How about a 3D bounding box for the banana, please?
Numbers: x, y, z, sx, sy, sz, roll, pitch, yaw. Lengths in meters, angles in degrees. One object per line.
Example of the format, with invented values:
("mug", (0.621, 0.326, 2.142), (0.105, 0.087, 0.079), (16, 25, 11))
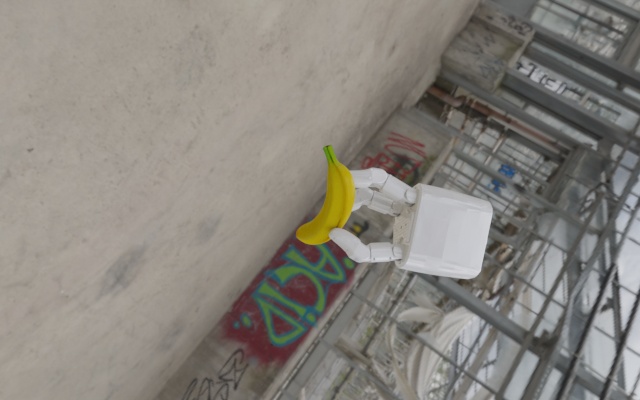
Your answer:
("banana", (0.009, 0.014, 0.654), (0.037, 0.069, 0.198), (-12, -34, -27))
